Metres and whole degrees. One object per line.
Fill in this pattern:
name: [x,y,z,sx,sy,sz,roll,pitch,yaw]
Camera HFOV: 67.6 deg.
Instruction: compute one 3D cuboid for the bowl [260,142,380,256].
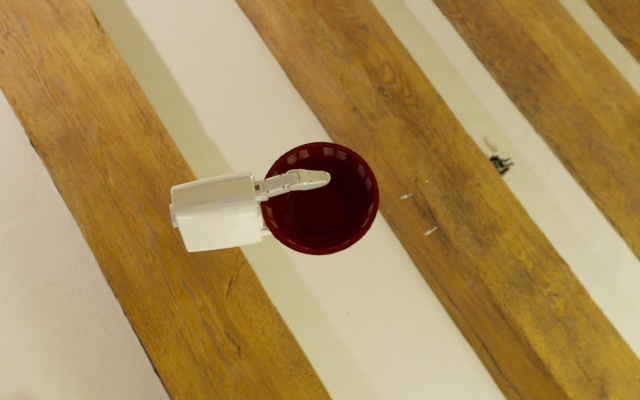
bowl: [0.001,0.002,0.665,0.162,0.162,0.055,0,-18,5]
